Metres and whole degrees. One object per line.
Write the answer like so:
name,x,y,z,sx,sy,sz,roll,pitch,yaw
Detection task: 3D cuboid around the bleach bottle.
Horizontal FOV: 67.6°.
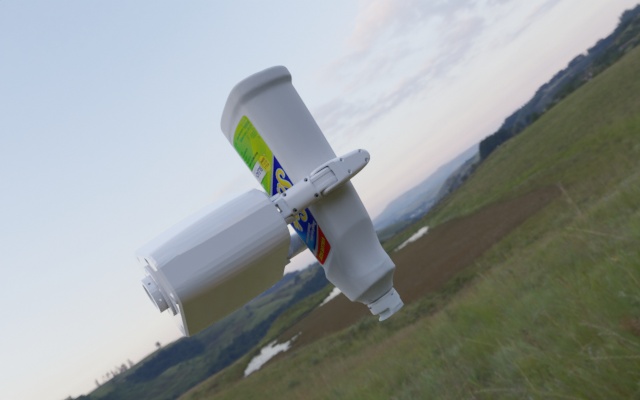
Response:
bleach bottle,0.000,0.001,0.460,0.068,0.251,0.102,-32,-6,-28
